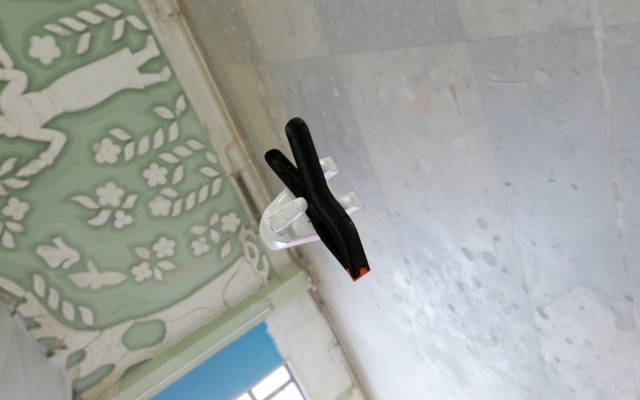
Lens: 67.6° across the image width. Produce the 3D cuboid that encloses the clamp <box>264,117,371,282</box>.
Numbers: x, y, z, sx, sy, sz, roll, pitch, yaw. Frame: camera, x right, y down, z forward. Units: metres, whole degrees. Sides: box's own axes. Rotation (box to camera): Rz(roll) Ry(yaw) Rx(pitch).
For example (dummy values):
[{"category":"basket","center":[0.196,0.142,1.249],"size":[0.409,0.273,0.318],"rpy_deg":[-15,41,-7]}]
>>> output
[{"category":"clamp","center":[0.000,0.003,0.582],"size":[0.036,0.210,0.164],"rpy_deg":[-31,-5,-16]}]
